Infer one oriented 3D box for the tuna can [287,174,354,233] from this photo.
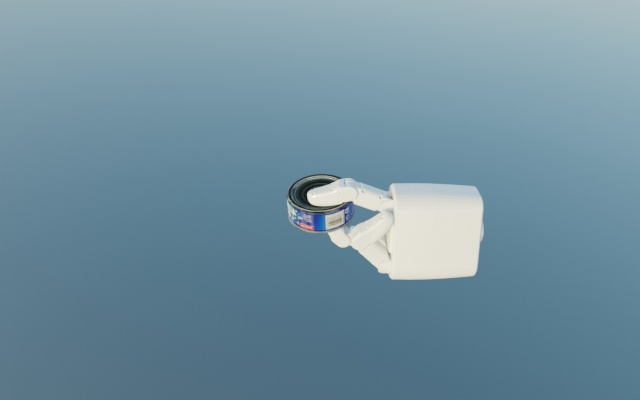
[{"bbox_3d":[0.000,0.002,0.607,0.086,0.034,0.086,-2,36,2],"label":"tuna can"}]
